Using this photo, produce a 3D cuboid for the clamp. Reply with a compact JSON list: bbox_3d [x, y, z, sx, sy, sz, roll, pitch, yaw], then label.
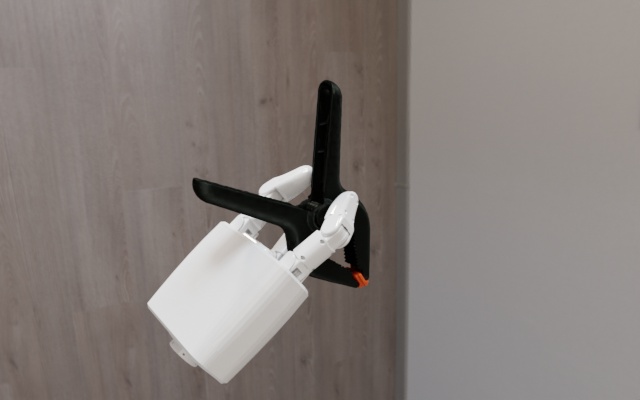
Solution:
[{"bbox_3d":[0.001,0.002,0.468,0.210,0.164,0.036,52,-16,-30],"label":"clamp"}]
